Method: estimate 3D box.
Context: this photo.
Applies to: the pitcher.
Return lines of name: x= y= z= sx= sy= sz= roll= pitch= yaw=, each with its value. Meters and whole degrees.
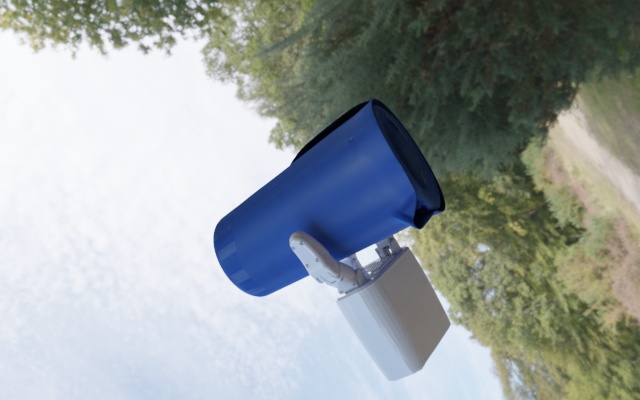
pitcher: x=0.000 y=0.002 z=0.531 sx=0.243 sy=0.145 sz=0.149 roll=-32 pitch=1 yaw=22
